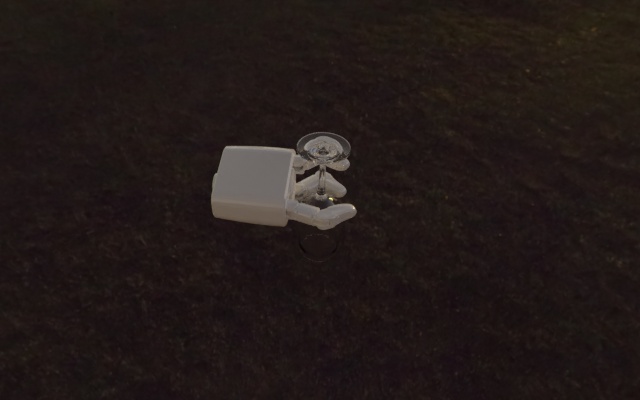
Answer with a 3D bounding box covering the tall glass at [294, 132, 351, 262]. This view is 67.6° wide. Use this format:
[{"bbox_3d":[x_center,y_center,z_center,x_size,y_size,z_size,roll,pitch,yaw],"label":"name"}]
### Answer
[{"bbox_3d":[0.000,0.002,0.712,0.079,0.201,0.079,2,41,-1],"label":"tall glass"}]
